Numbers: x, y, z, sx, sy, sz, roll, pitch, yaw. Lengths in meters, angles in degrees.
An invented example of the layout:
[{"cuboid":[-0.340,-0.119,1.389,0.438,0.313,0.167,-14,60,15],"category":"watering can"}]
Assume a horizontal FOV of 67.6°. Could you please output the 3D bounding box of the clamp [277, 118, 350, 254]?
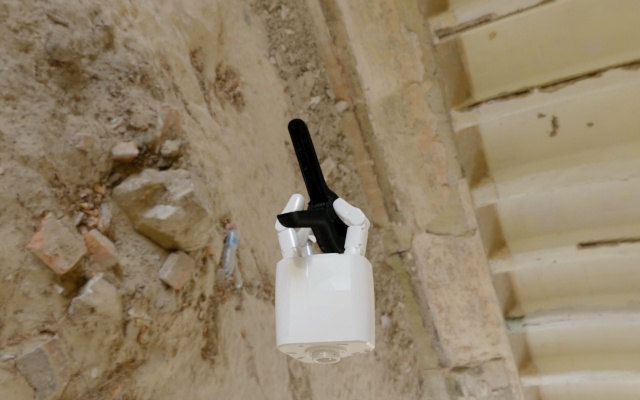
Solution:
[{"cuboid":[0.001,0.002,0.646,0.036,0.164,0.210,-12,-33,20],"category":"clamp"}]
